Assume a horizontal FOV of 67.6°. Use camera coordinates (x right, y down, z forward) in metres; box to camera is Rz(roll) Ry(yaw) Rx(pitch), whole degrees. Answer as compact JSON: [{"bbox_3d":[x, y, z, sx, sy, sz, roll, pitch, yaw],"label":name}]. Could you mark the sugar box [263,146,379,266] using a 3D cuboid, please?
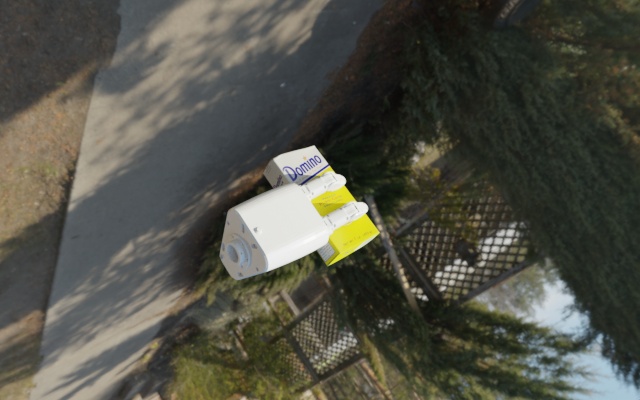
[{"bbox_3d":[0.000,0.002,0.718,0.093,0.176,0.048,-23,-18,-42],"label":"sugar box"}]
